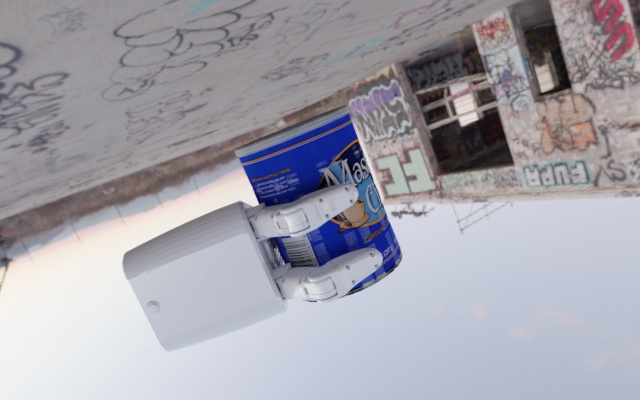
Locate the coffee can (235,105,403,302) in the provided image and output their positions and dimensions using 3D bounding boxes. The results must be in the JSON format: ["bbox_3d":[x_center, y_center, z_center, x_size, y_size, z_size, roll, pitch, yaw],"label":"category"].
[{"bbox_3d":[0.000,0.001,0.417,0.103,0.140,0.103,-21,11,4],"label":"coffee can"}]
